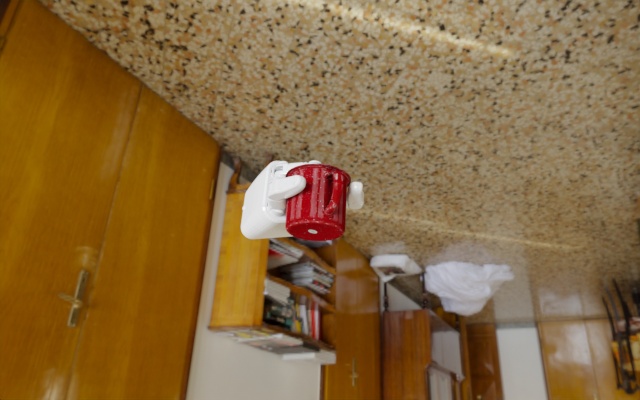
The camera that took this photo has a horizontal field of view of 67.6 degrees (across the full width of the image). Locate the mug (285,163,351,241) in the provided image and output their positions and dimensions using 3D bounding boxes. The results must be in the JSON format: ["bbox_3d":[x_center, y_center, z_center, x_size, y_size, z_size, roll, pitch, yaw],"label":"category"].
[{"bbox_3d":[0.001,0.002,0.646,0.093,0.081,0.117,14,-26,-24],"label":"mug"}]
